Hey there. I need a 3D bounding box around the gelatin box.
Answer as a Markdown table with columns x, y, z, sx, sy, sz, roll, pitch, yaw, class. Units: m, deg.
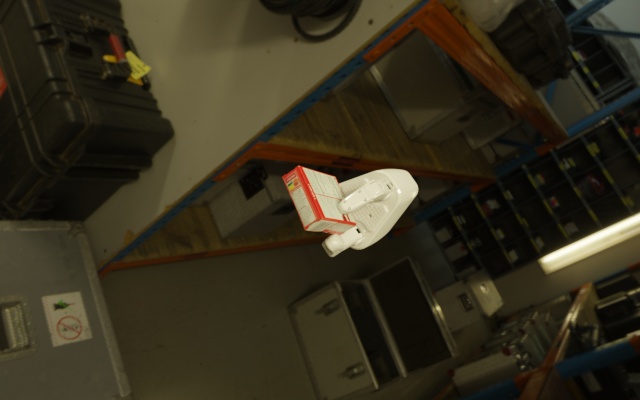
| x | y | z | sx | sy | sz | roll | pitch | yaw | class |
| --- | --- | --- | --- | --- | --- | --- | --- | --- | --- |
| 0.000 | 0.002 | 0.580 | 0.030 | 0.073 | 0.089 | -33 | -22 | 23 | gelatin box |
